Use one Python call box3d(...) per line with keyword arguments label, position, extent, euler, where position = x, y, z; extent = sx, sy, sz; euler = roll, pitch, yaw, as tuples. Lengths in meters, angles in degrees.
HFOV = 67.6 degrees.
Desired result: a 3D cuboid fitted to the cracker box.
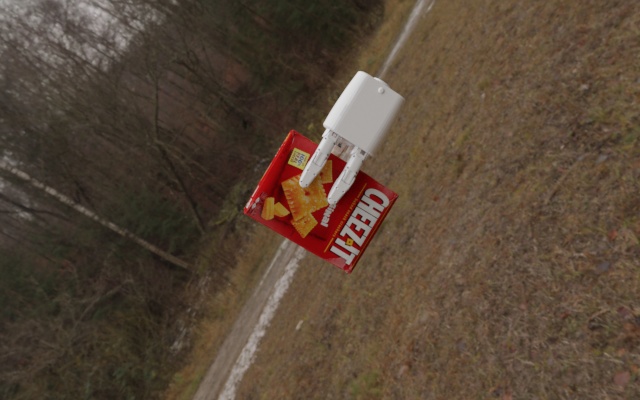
box3d(label="cracker box", position=(0.000, 0.003, 0.823), extent=(0.214, 0.164, 0.072), euler=(31, 3, -8))
